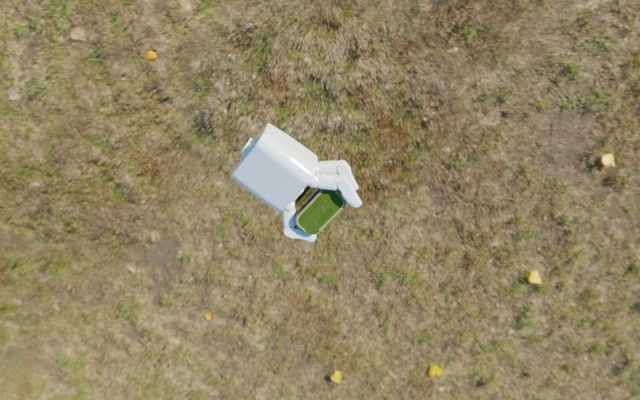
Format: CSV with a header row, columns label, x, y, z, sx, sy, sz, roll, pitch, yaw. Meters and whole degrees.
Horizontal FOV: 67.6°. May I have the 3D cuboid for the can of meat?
label,x,y,z,sx,sy,sz,roll,pitch,yaw
can of meat,0.000,0.003,0.848,0.057,0.102,0.084,39,19,-15
